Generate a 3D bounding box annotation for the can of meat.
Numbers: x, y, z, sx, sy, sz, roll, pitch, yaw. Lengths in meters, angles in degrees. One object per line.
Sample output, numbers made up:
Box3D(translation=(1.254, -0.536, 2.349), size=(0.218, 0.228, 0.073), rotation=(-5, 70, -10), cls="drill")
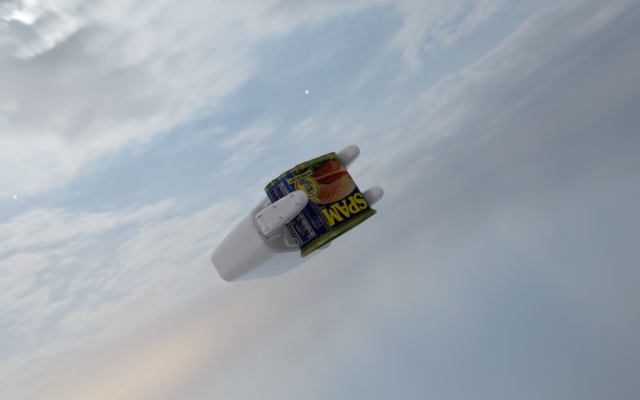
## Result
Box3D(translation=(0.000, 0.001, 0.520), size=(0.102, 0.084, 0.057), rotation=(-25, -10, -46), cls="can of meat")
